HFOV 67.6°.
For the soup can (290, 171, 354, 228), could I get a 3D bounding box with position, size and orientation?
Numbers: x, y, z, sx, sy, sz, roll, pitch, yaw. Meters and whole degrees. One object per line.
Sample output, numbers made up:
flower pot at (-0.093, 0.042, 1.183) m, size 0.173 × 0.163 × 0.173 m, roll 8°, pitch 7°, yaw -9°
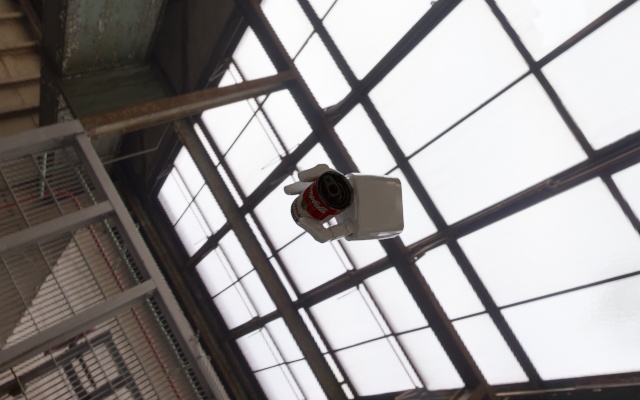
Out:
soup can at (0.000, 0.003, 0.796) m, size 0.068 × 0.068 × 0.102 m, roll 0°, pitch -22°, yaw -32°
